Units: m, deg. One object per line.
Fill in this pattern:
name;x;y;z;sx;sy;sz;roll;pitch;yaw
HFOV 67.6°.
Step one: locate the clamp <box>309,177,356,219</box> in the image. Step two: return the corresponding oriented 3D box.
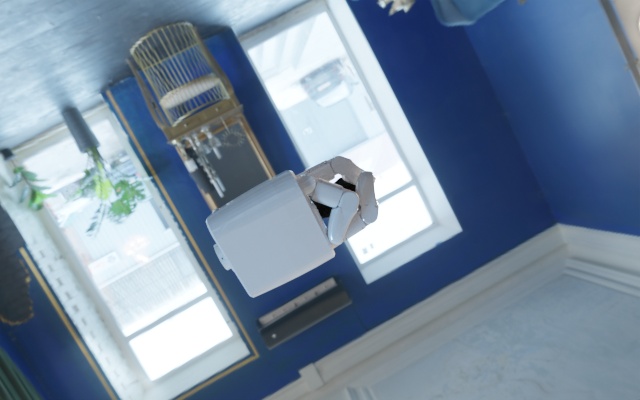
clamp;0.000;0.003;0.627;0.120;0.039;0.171;-28;6;-5
